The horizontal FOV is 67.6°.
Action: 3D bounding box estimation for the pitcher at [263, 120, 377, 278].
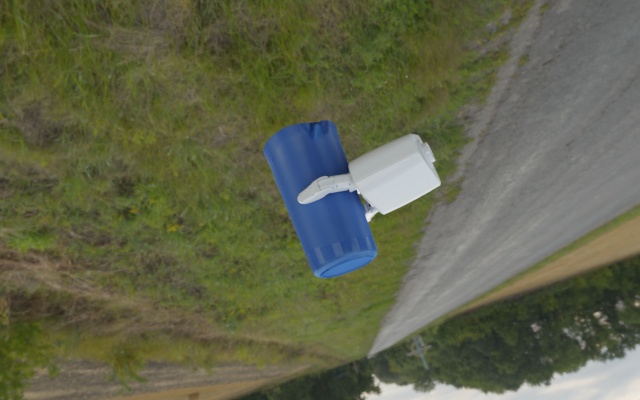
[{"bbox_3d":[0.000,0.003,0.797,0.145,0.242,0.149,-27,-20,18],"label":"pitcher"}]
